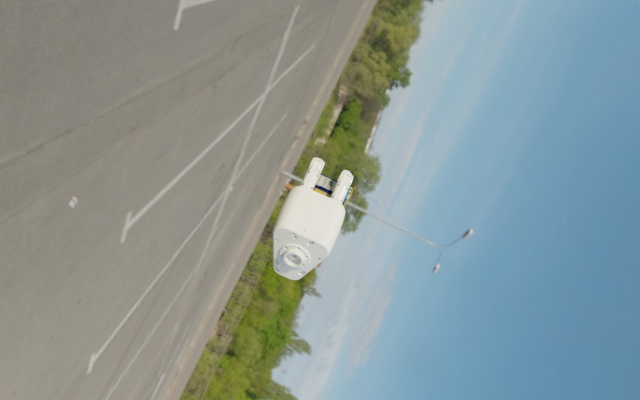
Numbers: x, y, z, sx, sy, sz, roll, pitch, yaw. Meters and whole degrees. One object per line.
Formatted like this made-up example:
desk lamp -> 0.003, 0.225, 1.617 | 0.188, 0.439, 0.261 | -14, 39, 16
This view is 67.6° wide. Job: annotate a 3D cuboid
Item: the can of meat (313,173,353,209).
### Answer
can of meat -> 0.000, 0.003, 0.857 | 0.084, 0.102, 0.057 | 25, 37, -2
